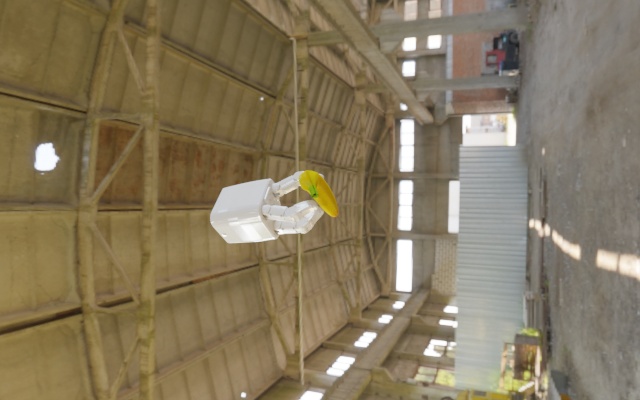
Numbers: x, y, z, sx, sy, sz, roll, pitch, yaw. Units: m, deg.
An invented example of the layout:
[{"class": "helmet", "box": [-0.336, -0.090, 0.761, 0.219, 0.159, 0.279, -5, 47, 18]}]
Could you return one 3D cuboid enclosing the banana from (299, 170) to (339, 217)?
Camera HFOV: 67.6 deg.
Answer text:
[{"class": "banana", "box": [-0.005, -0.015, 0.879, 0.037, 0.069, 0.198, -17, -14, 11]}]
